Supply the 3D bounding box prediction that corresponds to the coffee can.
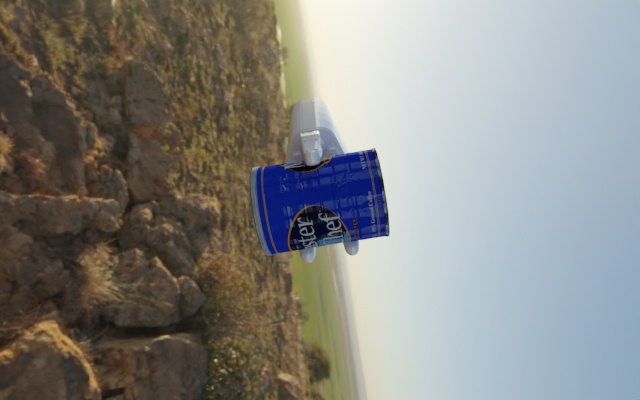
[{"bbox_3d":[0.000,0.002,0.544,0.140,0.103,0.103,-9,0,2],"label":"coffee can"}]
